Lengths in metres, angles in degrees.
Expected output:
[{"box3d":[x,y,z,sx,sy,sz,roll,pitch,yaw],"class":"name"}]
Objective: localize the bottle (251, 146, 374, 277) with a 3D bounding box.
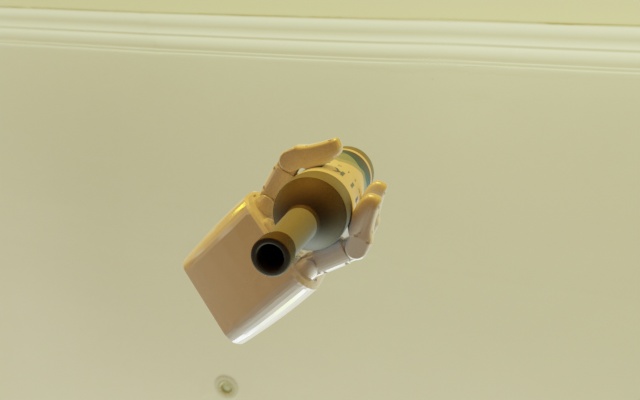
[{"box3d":[0.000,0.001,0.447,0.069,0.069,0.295,0,14,13],"class":"bottle"}]
